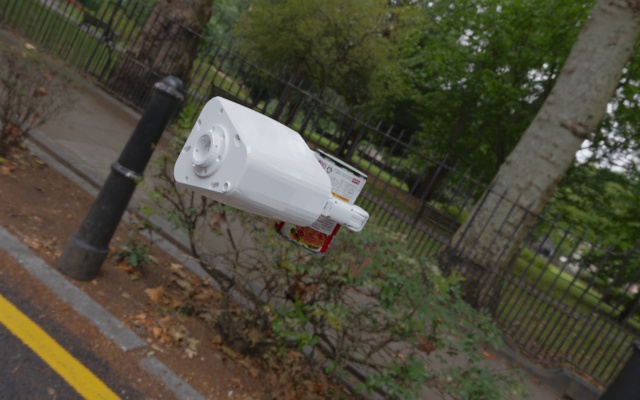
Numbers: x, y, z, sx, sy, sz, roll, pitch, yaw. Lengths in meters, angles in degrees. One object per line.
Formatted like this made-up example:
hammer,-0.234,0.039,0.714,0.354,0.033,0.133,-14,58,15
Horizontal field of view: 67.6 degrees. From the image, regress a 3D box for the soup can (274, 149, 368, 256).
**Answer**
soup can,0.001,0.002,0.542,0.068,0.102,0.068,28,7,-4
